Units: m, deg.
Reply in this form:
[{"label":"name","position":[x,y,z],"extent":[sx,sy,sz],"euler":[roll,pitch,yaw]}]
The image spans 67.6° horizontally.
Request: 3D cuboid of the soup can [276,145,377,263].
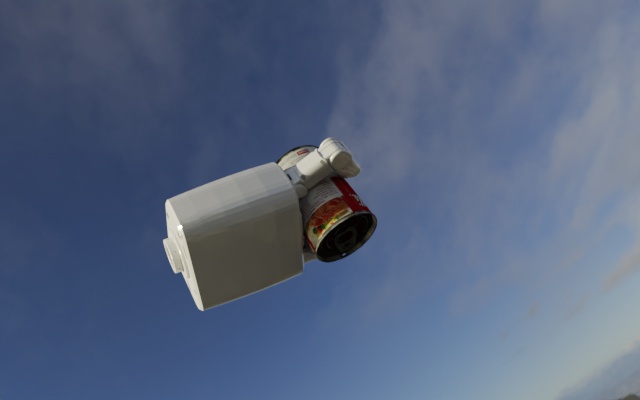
[{"label":"soup can","position":[0.000,0.001,0.476],"extent":[0.068,0.068,0.102],"euler":[0,43,-43]}]
